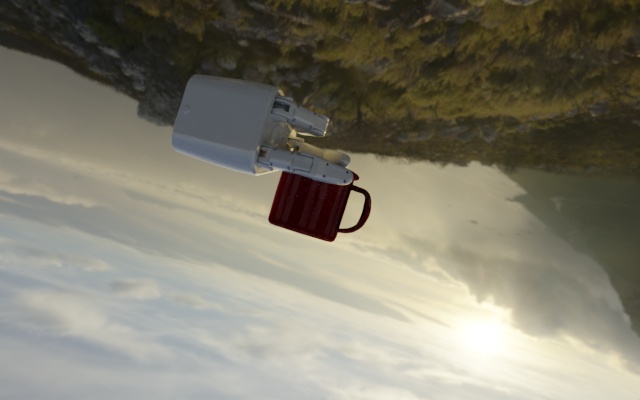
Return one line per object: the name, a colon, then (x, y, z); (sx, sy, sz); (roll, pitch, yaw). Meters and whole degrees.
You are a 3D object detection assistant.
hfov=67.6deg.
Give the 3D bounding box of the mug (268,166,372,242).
mug: (0.001, 0.002, 0.544); (0.117, 0.081, 0.093); (16, -6, 16)
